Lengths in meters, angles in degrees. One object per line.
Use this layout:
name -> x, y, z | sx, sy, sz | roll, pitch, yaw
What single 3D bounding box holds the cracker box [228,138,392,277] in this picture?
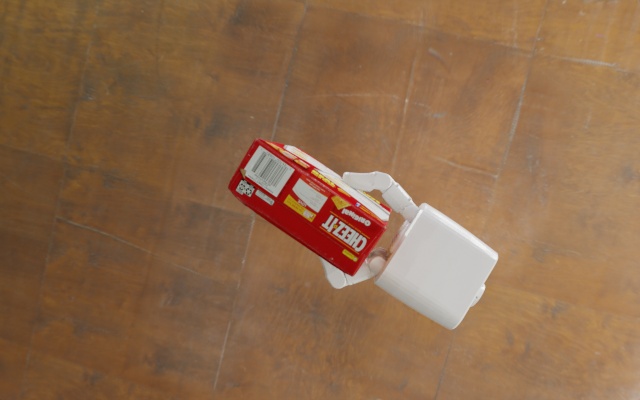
cracker box -> 0.000, 0.002, 0.585 | 0.164, 0.072, 0.213 | 34, 8, 6
